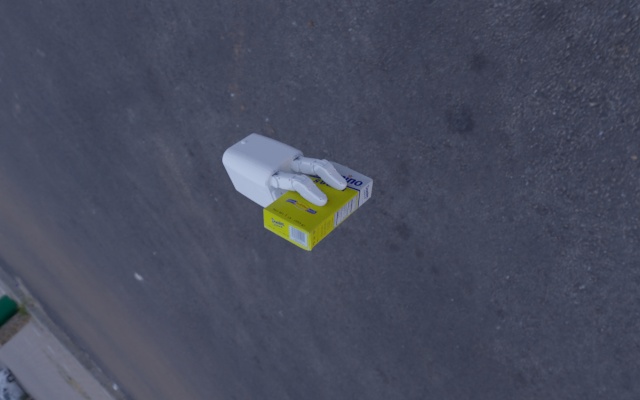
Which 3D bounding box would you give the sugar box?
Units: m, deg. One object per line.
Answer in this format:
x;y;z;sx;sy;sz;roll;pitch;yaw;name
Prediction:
0.000;0.002;0.776;0.093;0.048;0.176;26;47;26;sugar box
